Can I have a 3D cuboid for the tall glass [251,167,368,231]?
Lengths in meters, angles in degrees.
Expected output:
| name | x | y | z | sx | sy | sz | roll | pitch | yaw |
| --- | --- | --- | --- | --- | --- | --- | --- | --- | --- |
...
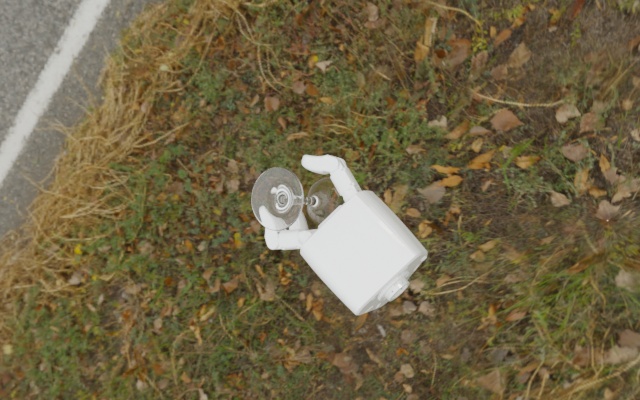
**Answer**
| name | x | y | z | sx | sy | sz | roll | pitch | yaw |
| --- | --- | --- | --- | --- | --- | --- | --- | --- | --- |
| tall glass | 0.000 | 0.002 | 0.639 | 0.079 | 0.079 | 0.201 | 0 | -2 | 31 |
